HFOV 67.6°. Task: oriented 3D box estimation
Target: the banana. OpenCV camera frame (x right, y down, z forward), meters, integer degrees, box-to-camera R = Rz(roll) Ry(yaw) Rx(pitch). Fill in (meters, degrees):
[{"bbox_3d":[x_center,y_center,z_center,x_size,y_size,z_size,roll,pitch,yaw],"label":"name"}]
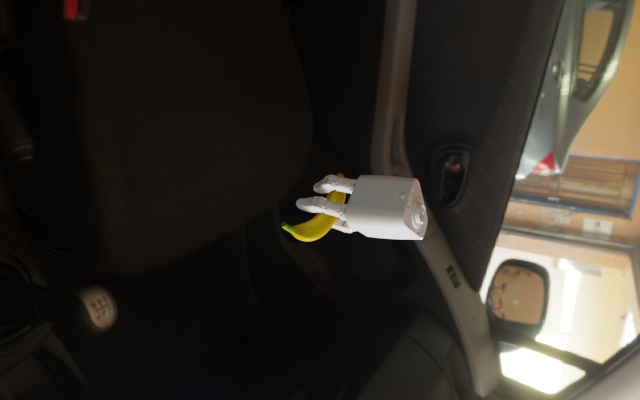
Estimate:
[{"bbox_3d":[0.005,0.021,0.895,0.037,0.070,0.197,-5,27,38],"label":"banana"}]
